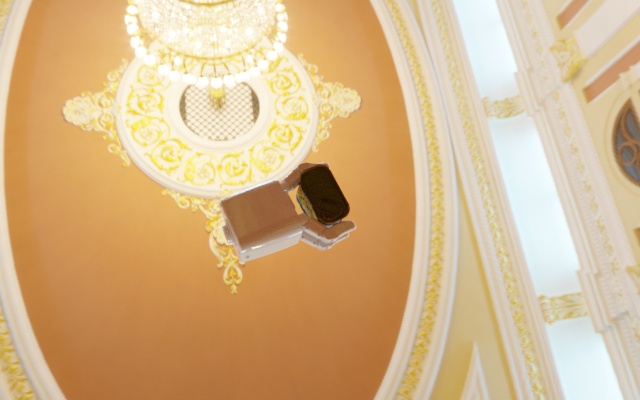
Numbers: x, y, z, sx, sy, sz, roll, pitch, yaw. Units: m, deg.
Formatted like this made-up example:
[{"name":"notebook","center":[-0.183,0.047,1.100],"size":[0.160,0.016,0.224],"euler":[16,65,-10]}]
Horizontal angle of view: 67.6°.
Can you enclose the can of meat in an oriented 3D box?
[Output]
[{"name":"can of meat","center":[0.000,0.003,0.820],"size":[0.057,0.102,0.084],"euler":[-24,-15,-18]}]
